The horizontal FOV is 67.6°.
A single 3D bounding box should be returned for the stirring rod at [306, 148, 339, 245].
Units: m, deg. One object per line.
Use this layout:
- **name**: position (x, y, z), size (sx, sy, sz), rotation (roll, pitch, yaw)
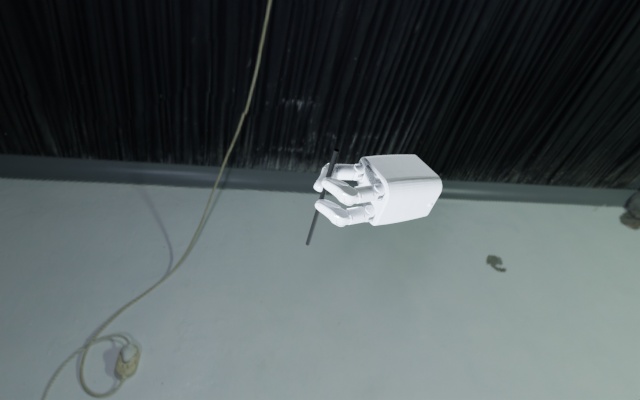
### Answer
- **stirring rod**: position (0.000, 0.003, 0.798), size (0.011, 0.011, 0.240), rotation (0, -40, -15)
